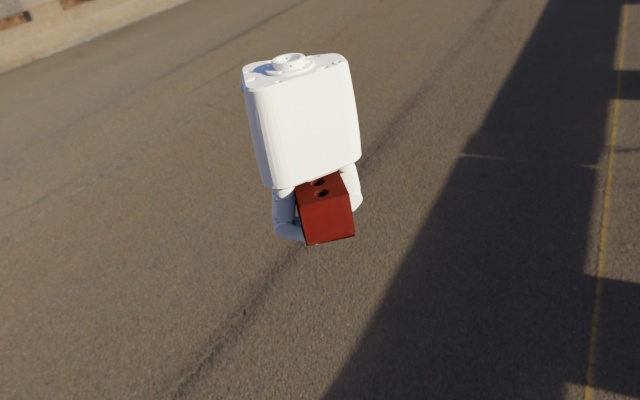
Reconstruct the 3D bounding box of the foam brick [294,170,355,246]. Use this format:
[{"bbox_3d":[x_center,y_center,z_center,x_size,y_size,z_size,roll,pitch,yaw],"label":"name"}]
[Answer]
[{"bbox_3d":[0.000,0.002,0.504,0.053,0.051,0.078,-13,33,-5],"label":"foam brick"}]
